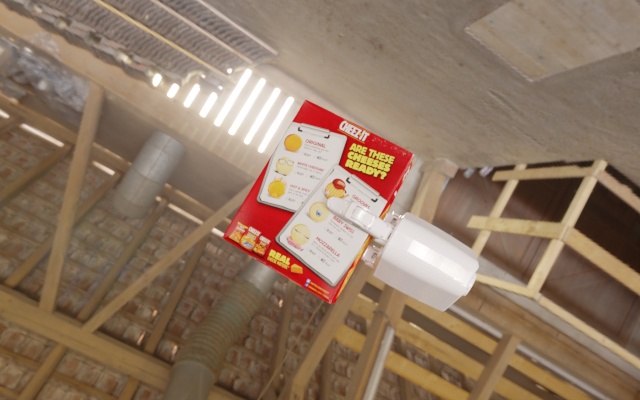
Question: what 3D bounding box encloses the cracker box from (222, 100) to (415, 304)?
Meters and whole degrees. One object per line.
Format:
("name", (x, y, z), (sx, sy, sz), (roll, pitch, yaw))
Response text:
("cracker box", (0.000, 0.002, 0.629), (0.164, 0.213, 0.072), (29, -7, 11))
